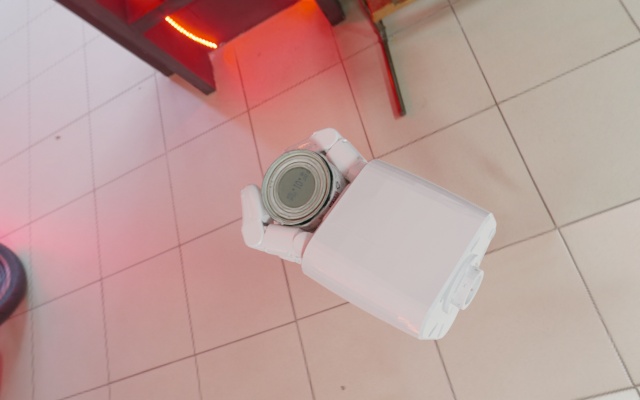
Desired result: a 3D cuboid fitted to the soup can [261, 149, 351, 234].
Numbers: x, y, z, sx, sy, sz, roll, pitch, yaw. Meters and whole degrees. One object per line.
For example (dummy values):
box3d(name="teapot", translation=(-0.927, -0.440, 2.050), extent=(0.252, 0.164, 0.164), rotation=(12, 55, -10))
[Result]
box3d(name="soup can", translation=(0.000, 0.001, 0.433), extent=(0.068, 0.068, 0.102), rotation=(0, -15, 26))
